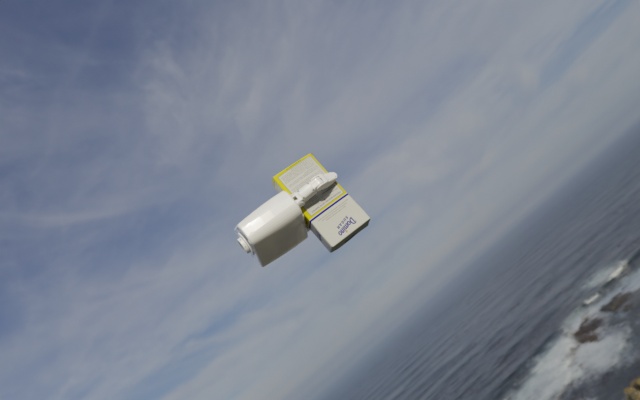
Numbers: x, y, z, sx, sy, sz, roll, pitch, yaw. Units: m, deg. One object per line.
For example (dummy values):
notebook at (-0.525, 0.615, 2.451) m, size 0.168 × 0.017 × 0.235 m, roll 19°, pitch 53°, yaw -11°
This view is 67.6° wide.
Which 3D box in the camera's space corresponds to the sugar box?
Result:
sugar box at (0.000, 0.003, 0.889) m, size 0.093 × 0.176 × 0.048 m, roll -35°, pitch -16°, yaw -17°
